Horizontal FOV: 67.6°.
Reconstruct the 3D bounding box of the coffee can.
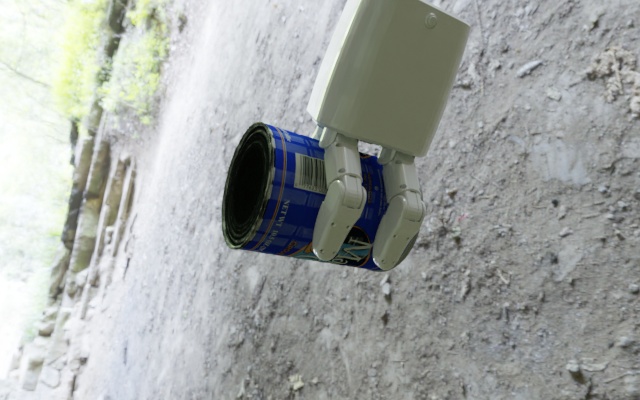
[{"bbox_3d":[0.000,0.002,0.406,0.140,0.103,0.103,12,-6,-28],"label":"coffee can"}]
